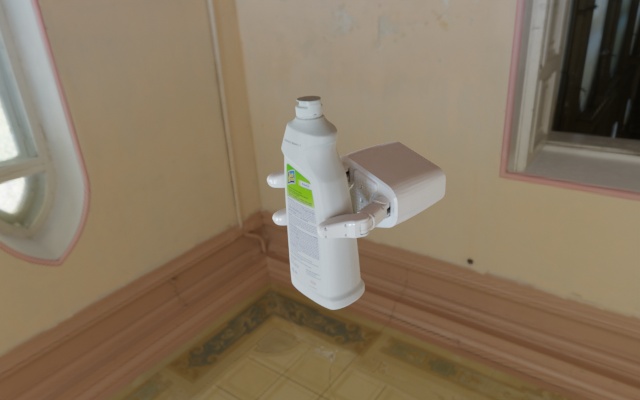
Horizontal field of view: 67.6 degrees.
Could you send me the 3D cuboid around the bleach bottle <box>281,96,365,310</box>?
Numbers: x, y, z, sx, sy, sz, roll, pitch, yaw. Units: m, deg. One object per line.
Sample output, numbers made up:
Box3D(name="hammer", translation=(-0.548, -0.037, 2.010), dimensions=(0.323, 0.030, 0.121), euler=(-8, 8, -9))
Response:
Box3D(name="bleach bottle", translation=(0.000, 0.002, 0.581), dimensions=(0.068, 0.251, 0.102), euler=(-23, 31, -36))
